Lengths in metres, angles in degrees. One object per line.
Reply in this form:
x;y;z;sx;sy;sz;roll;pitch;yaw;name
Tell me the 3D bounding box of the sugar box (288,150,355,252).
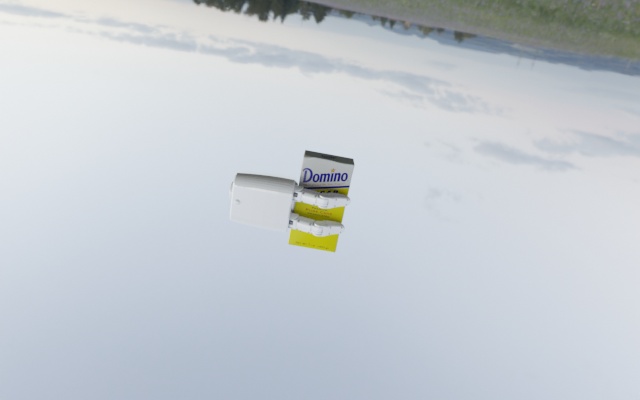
0.000;0.003;0.876;0.093;0.176;0.048;9;23;-3;sugar box
